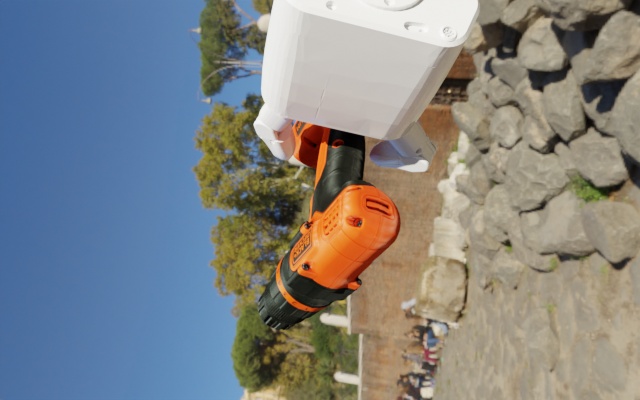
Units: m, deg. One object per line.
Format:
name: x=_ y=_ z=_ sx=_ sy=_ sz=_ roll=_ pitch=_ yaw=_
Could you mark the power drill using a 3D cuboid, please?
power drill: x=0.000 y=0.001 z=0.407 sx=0.057 sy=0.187 sz=0.184 roll=18 pitch=-41 yaw=-21
